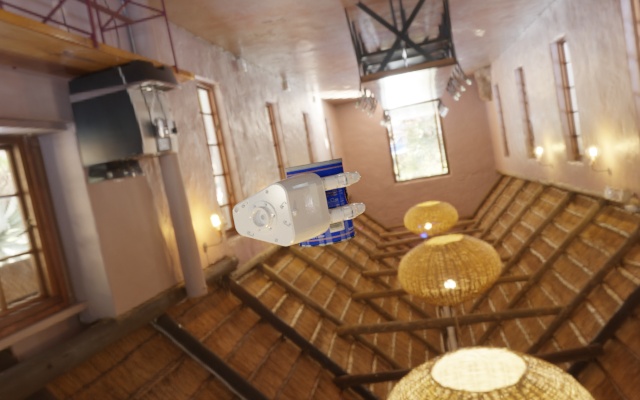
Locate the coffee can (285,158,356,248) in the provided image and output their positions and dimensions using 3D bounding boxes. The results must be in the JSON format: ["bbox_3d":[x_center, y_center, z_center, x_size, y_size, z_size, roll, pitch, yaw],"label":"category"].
[{"bbox_3d":[0.000,0.003,0.843,0.103,0.140,0.103,-10,4,1],"label":"coffee can"}]
